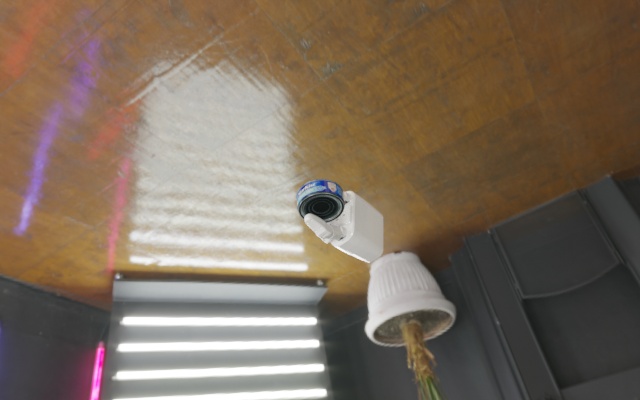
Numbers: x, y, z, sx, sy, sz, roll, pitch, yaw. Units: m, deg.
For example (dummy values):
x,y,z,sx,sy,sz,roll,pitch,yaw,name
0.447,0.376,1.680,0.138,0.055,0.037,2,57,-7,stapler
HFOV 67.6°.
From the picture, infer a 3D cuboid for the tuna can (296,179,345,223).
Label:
x,y,z,sx,sy,sz,roll,pitch,yaw,name
0.000,0.003,0.854,0.086,0.033,0.086,-4,-42,-3,tuna can
